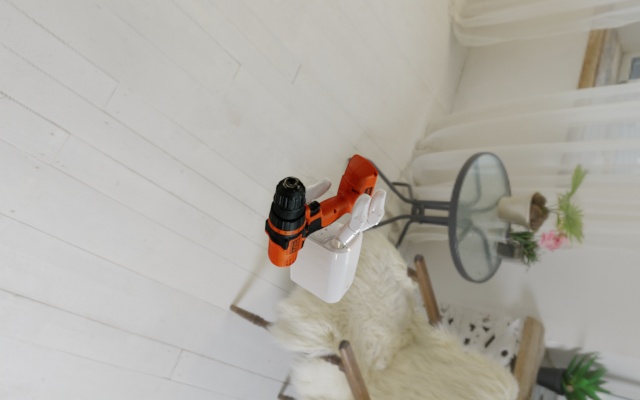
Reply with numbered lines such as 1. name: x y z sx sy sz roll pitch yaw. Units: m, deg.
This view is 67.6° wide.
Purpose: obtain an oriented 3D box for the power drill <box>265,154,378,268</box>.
1. power drill: 0.000 0.002 0.713 0.187 0.057 0.185 -30 -27 -30
